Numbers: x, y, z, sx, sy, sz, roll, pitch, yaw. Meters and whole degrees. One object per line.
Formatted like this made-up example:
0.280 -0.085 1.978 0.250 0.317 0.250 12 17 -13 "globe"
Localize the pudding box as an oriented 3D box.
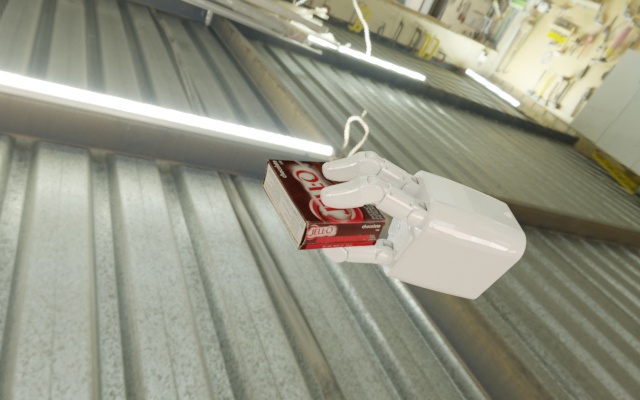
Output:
0.000 0.002 0.492 0.090 0.039 0.113 1 33 -31 "pudding box"
